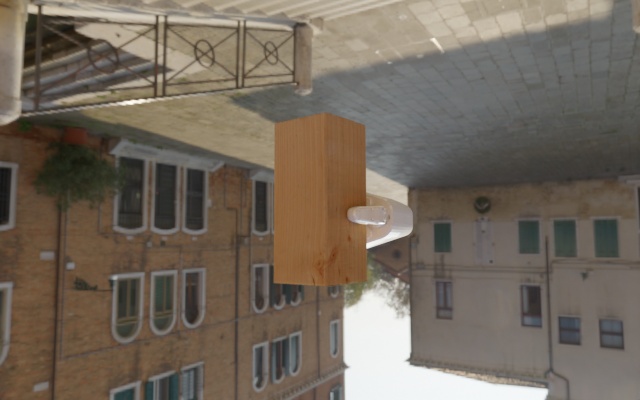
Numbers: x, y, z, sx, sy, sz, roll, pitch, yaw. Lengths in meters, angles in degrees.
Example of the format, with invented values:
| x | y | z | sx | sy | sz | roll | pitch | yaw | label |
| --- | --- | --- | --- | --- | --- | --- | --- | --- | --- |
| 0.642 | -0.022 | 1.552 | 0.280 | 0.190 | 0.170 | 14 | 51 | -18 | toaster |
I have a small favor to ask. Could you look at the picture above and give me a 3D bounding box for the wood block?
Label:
| x | y | z | sx | sy | sz | roll | pitch | yaw | label |
| --- | --- | --- | --- | --- | --- | --- | --- | --- | --- |
| 0.001 | 0.002 | 0.619 | 0.091 | 0.206 | 0.090 | -4 | -6 | 39 | wood block |
